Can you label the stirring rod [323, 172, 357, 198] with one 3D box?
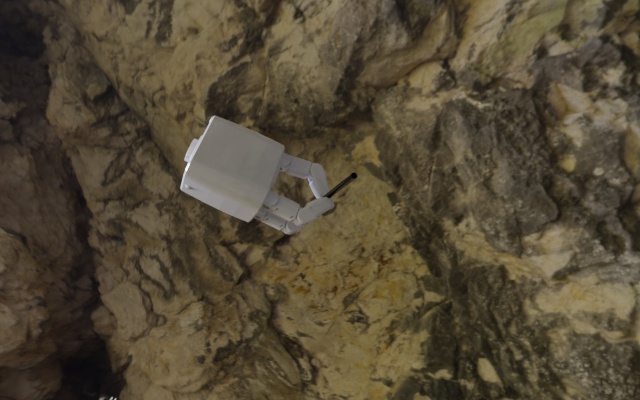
[{"bbox_3d":[0.000,0.002,0.675,0.011,0.011,0.239,0,-15,-20],"label":"stirring rod"}]
